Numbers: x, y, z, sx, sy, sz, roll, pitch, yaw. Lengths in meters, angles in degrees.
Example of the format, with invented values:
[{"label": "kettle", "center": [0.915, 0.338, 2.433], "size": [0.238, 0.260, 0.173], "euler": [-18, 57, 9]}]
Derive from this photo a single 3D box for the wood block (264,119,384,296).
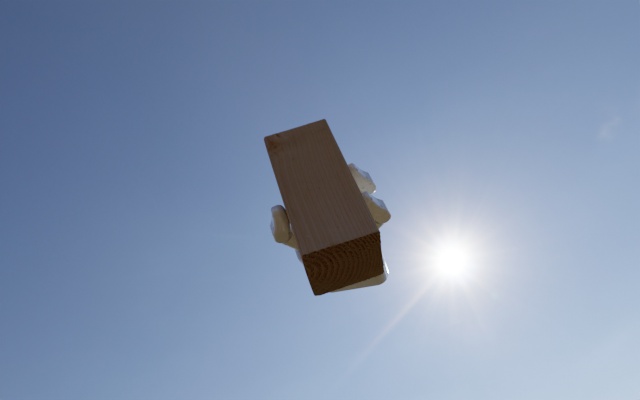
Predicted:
[{"label": "wood block", "center": [0.000, 0.002, 0.606], "size": [0.091, 0.206, 0.090], "euler": [-18, -42, -4]}]
